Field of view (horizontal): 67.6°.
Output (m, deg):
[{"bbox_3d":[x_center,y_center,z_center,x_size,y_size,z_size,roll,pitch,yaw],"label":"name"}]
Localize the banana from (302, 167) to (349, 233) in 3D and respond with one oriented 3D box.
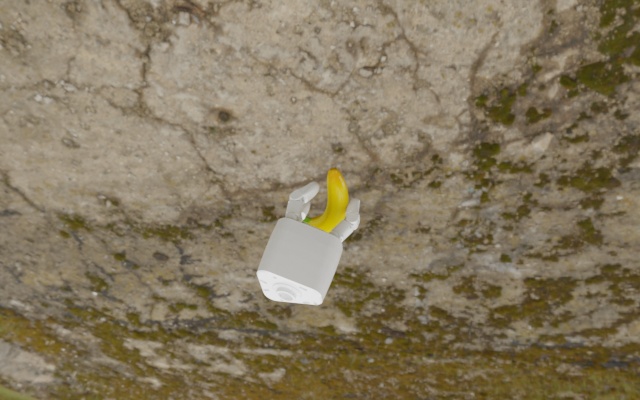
[{"bbox_3d":[0.015,0.014,0.863,0.069,0.037,0.198,30,-35,-1],"label":"banana"}]
